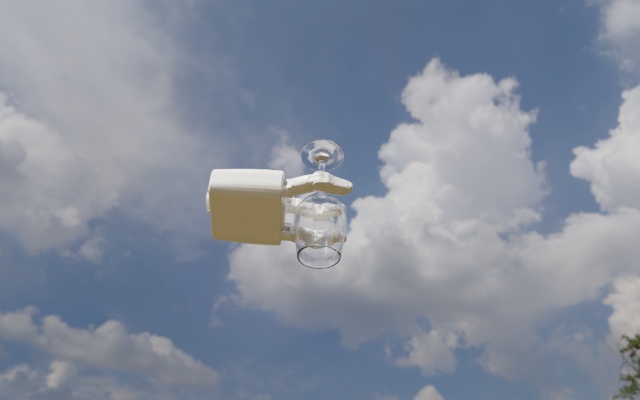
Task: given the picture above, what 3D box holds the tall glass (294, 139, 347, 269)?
[{"bbox_3d":[0.000,0.002,0.727,0.079,0.200,0.079,1,-39,1],"label":"tall glass"}]
